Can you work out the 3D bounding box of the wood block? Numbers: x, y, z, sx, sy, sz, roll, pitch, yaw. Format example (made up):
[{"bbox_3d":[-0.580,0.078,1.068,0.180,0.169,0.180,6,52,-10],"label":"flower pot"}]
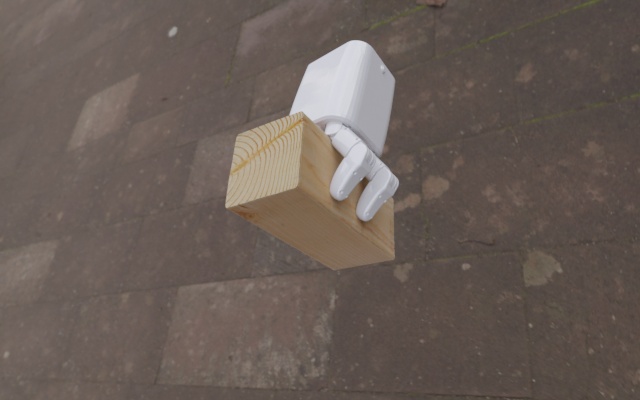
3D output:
[{"bbox_3d":[0.000,0.001,0.544,0.091,0.090,0.206,-14,-32,30],"label":"wood block"}]
